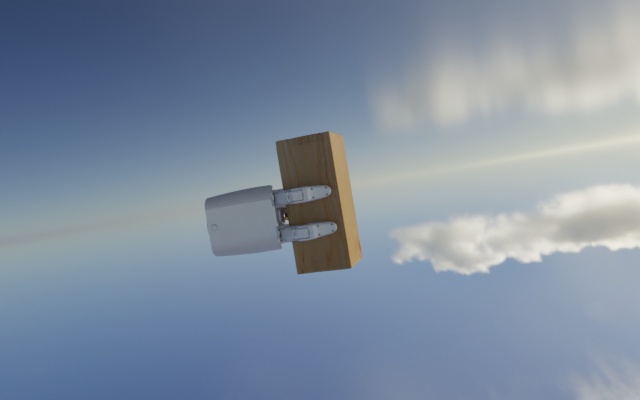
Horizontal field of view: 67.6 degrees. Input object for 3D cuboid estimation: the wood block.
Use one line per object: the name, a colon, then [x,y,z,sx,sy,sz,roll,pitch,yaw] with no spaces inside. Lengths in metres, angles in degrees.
wood block: [0.000,0.003,0.758,0.090,0.206,0.091,-9,1,16]
